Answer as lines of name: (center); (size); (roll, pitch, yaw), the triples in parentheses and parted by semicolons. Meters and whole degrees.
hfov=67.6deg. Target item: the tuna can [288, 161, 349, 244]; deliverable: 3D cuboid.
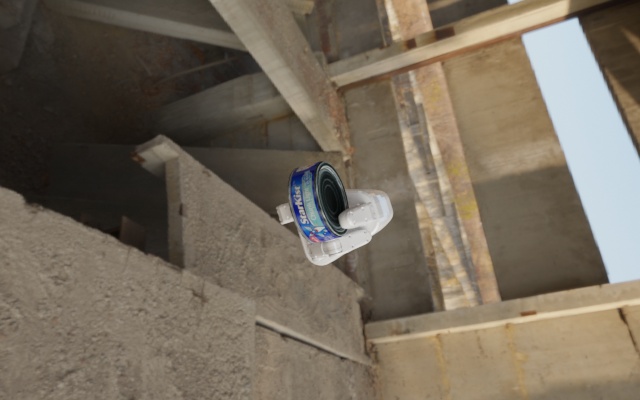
tuna can: (0.001, 0.002, 0.518); (0.034, 0.086, 0.086); (-15, -6, 23)
